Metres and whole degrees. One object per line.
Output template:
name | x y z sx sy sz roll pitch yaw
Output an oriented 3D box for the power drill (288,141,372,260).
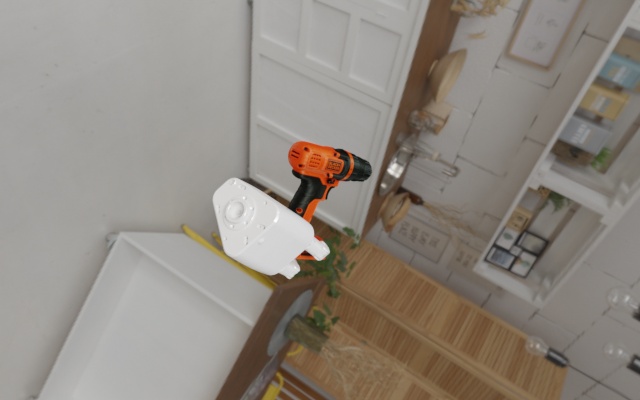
power drill | 0.000 0.003 0.787 0.184 0.188 0.057 10 12 -46
